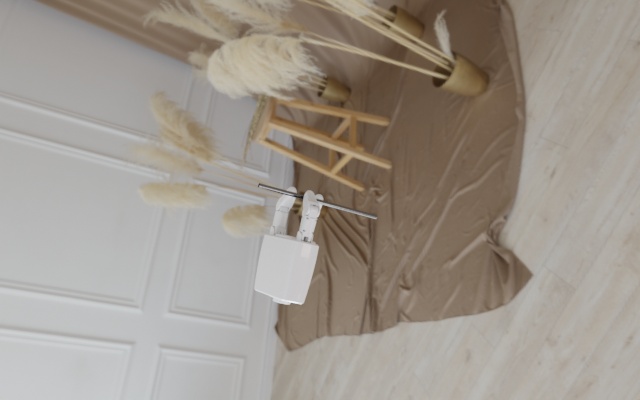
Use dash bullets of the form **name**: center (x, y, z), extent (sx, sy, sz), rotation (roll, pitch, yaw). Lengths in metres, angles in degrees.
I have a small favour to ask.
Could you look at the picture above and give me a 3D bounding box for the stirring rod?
- **stirring rod**: center (0.000, 0.003, 0.876), extent (0.239, 0.011, 0.011), rotation (15, -6, -22)
